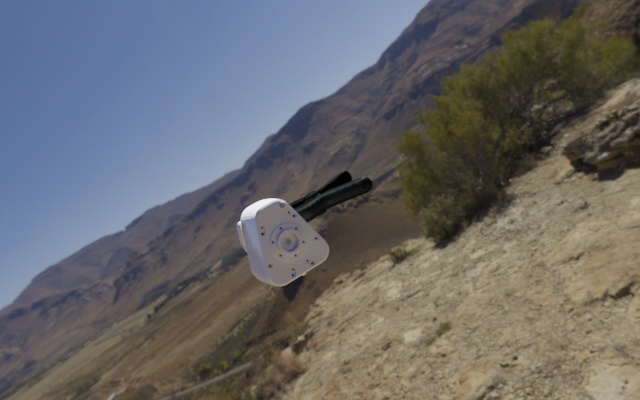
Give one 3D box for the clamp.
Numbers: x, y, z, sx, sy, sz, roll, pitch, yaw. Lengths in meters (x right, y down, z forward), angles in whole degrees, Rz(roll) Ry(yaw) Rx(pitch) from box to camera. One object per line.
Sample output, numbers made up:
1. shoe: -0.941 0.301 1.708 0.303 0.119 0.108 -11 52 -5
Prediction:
1. clamp: 0.000 0.002 0.746 0.171 0.039 0.120 -34 9 -16
